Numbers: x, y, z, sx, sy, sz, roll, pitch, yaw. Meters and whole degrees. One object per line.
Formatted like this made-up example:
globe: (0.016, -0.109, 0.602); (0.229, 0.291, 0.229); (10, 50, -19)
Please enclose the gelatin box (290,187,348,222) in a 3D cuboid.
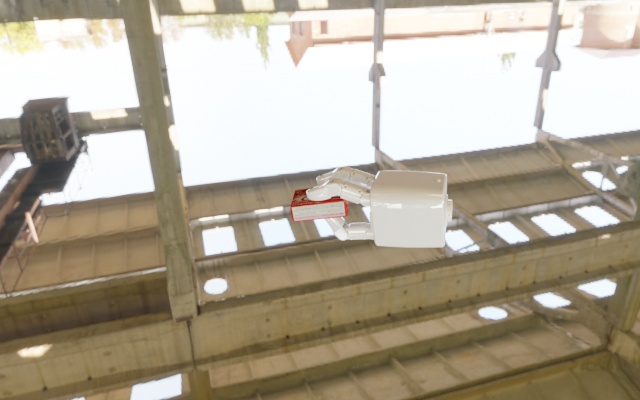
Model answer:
gelatin box: (0.000, 0.003, 0.761); (0.089, 0.030, 0.073); (-7, 22, 7)
